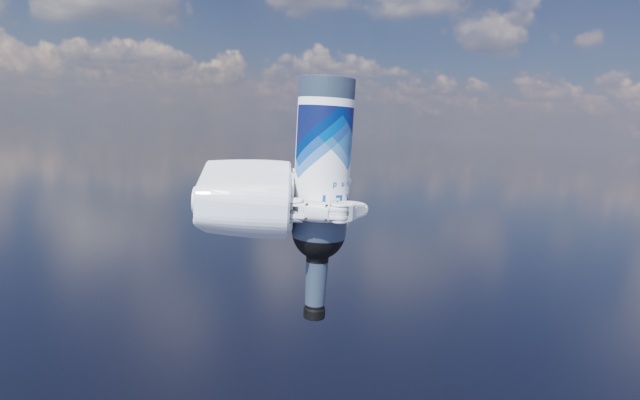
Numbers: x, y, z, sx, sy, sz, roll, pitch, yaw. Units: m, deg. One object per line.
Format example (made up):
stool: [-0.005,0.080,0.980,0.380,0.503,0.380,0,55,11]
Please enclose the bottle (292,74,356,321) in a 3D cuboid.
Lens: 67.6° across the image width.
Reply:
bottle: [0.000,0.002,0.579,0.069,0.296,0.069,3,9,0]
